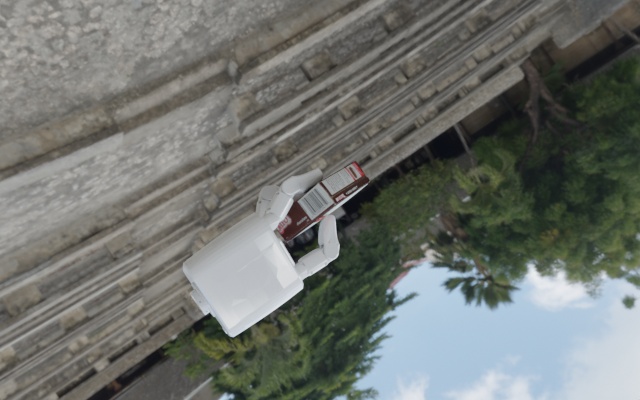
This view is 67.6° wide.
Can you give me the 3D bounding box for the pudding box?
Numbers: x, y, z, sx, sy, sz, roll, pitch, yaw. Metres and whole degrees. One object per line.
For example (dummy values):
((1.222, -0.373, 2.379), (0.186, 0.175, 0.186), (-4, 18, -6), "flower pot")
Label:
((0.000, 0.002, 0.635), (0.113, 0.039, 0.090), (-37, -2, 41), "pudding box")
